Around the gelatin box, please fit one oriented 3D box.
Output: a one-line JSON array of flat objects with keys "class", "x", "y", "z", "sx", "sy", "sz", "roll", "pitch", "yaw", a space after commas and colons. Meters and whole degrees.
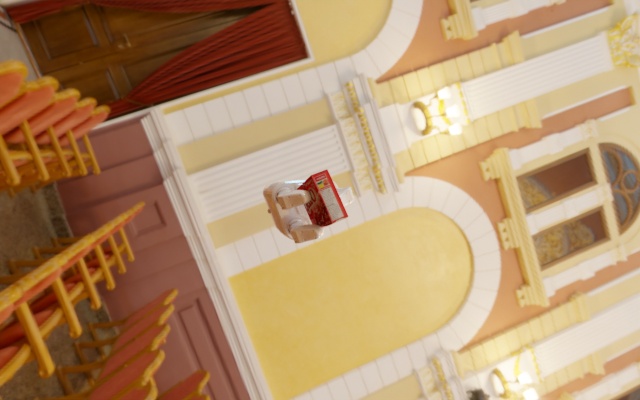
[{"class": "gelatin box", "x": 0.001, "y": 0.002, "z": 0.688, "sx": 0.030, "sy": 0.073, "sz": 0.089, "roll": -22, "pitch": -4, "yaw": -19}]
